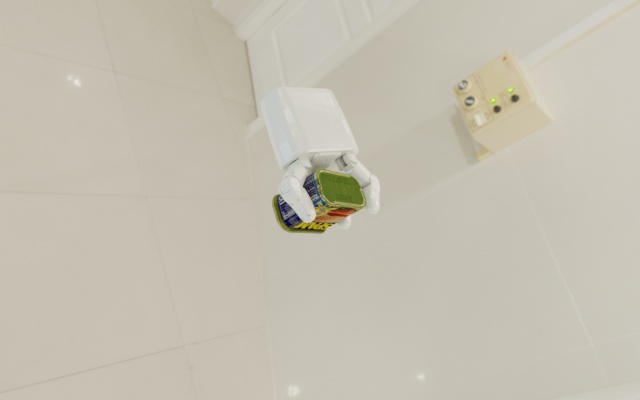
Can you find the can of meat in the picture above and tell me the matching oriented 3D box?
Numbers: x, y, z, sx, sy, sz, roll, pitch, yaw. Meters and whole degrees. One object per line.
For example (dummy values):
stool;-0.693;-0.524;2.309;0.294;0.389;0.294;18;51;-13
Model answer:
can of meat;0.000;0.002;0.650;0.084;0.057;0.102;-32;-24;33
